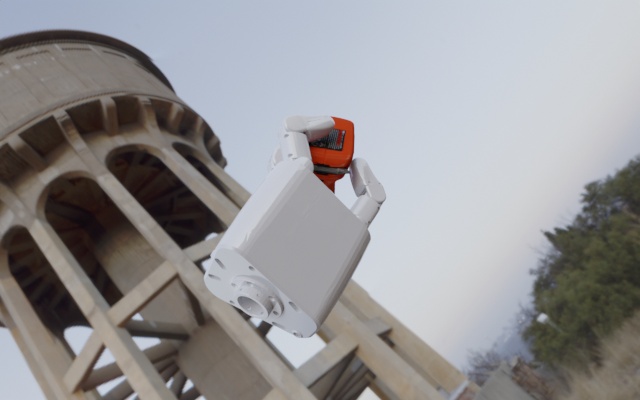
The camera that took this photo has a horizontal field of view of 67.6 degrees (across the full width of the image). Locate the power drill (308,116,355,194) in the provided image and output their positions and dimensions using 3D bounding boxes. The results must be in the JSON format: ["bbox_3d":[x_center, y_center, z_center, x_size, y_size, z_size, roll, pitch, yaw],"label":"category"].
[{"bbox_3d":[0.000,0.002,0.554,0.057,0.188,0.184,7,32,1],"label":"power drill"}]
